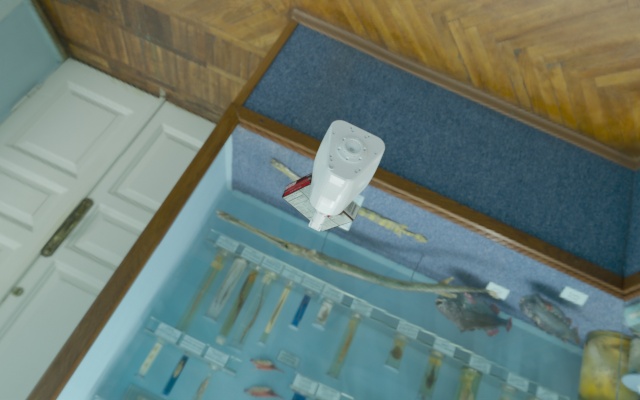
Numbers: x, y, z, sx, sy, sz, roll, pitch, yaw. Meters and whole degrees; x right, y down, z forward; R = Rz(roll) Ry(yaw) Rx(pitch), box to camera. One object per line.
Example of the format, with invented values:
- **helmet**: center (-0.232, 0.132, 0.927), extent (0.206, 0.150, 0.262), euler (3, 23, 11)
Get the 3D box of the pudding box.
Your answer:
- **pudding box**: center (0.000, 0.003, 0.861), extent (0.113, 0.039, 0.090), euler (42, -37, -22)
